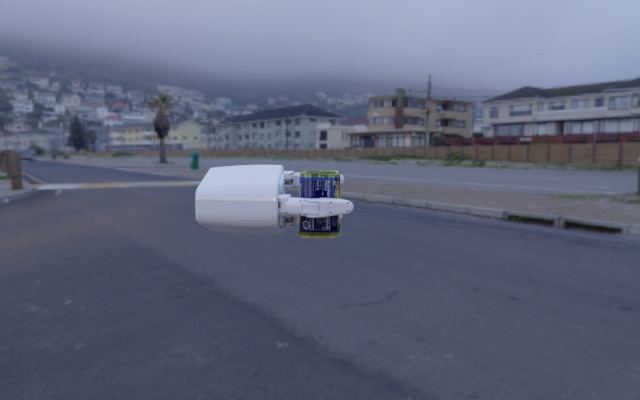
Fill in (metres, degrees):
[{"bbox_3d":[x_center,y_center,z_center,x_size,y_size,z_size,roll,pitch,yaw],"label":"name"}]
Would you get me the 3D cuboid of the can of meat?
[{"bbox_3d":[0.000,0.002,0.654,0.057,0.084,0.102,0,6,3],"label":"can of meat"}]
